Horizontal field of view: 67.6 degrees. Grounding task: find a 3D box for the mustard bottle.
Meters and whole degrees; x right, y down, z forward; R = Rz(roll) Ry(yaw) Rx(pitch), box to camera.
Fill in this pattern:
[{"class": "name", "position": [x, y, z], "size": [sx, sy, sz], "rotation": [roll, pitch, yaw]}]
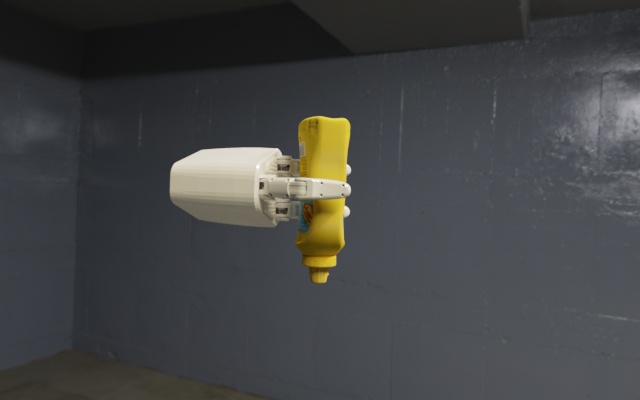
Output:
[{"class": "mustard bottle", "position": [0.000, 0.002, 0.567], "size": [0.058, 0.191, 0.096], "rotation": [2, 1, -14]}]
